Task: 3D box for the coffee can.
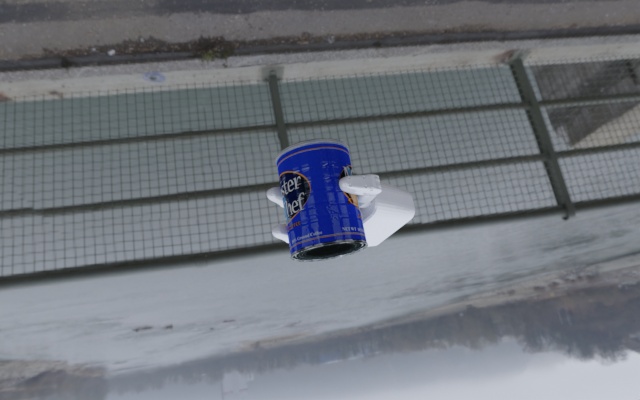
[{"bbox_3d":[0.000,0.002,0.639,0.103,0.140,0.103,-9,-17,-3],"label":"coffee can"}]
